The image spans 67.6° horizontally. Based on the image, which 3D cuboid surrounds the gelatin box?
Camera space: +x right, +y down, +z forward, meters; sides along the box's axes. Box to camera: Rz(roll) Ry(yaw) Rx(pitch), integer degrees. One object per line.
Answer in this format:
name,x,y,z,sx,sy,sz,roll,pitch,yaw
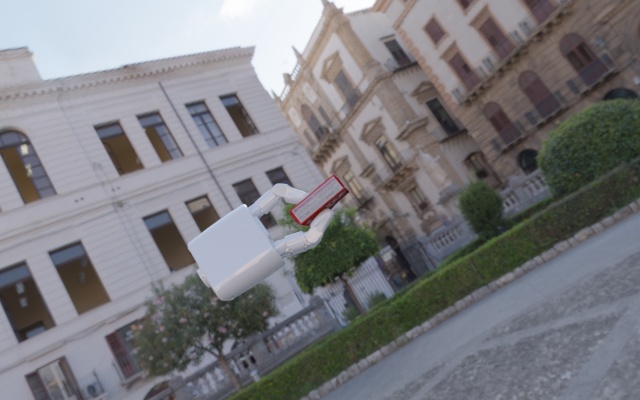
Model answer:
gelatin box,0.000,0.002,0.728,0.089,0.030,0.073,-40,-9,4
